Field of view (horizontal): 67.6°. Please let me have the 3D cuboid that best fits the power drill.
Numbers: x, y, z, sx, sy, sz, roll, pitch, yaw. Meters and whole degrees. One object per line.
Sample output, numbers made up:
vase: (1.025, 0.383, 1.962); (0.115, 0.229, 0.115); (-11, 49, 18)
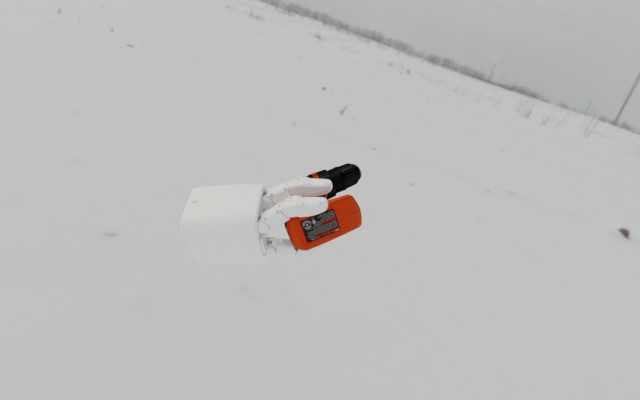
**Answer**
power drill: (0.000, 0.003, 0.742); (0.184, 0.057, 0.187); (-24, 19, -7)
